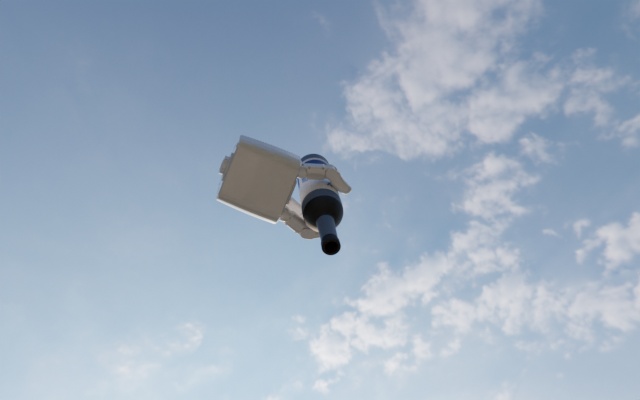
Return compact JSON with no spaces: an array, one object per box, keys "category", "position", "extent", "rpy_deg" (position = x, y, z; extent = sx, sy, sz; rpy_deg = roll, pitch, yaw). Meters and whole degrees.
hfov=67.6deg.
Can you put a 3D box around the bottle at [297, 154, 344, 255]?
[{"category":"bottle","position":[0.000,0.003,0.797],"extent":[0.069,0.069,0.295],"rpy_deg":[0,25,-6]}]
